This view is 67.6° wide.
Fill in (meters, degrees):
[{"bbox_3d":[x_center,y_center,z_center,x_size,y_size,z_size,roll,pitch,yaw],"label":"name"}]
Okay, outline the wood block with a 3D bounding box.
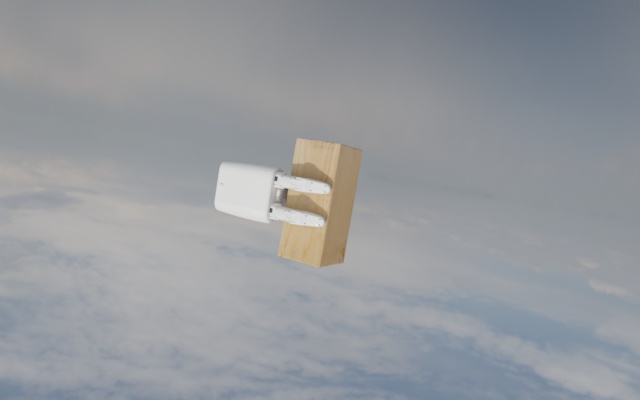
[{"bbox_3d":[0.000,0.003,0.836,0.090,0.206,0.091,12,5,29],"label":"wood block"}]
